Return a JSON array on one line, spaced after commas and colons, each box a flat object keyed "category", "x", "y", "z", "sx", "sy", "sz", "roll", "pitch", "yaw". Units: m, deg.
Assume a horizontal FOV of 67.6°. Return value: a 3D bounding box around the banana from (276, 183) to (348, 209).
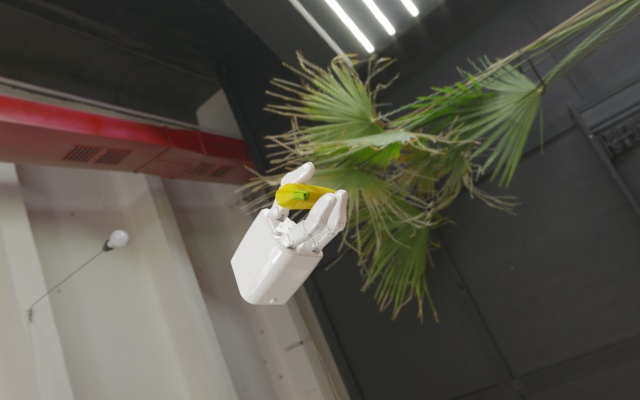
[{"category": "banana", "x": -0.018, "y": -0.003, "z": 0.709, "sx": 0.069, "sy": 0.037, "sz": 0.198, "roll": 17, "pitch": 6, "yaw": 18}]
